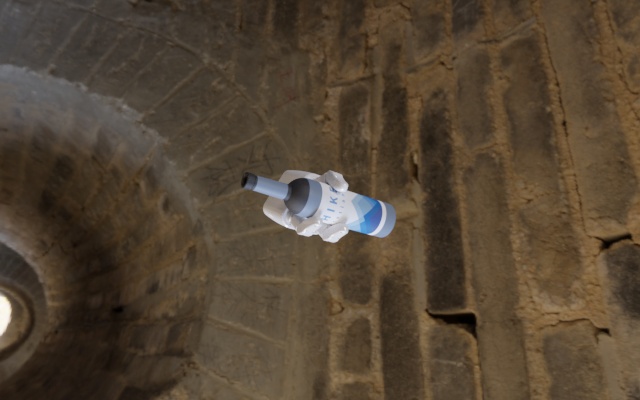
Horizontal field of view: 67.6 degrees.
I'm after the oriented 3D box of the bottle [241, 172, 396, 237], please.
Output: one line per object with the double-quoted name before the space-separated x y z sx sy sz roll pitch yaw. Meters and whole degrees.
"bottle" 0.000 0.003 0.839 0.296 0.069 0.069 16 -8 -30
